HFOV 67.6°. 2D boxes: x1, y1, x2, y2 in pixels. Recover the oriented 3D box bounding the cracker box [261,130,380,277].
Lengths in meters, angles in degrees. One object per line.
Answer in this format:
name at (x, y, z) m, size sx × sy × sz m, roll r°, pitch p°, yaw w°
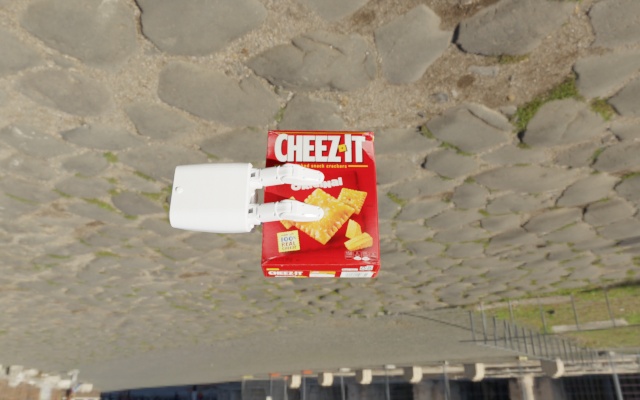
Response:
cracker box at (0.000, 0.003, 0.702) m, size 0.164 × 0.213 × 0.072 m, roll 1°, pitch -23°, yaw -2°
